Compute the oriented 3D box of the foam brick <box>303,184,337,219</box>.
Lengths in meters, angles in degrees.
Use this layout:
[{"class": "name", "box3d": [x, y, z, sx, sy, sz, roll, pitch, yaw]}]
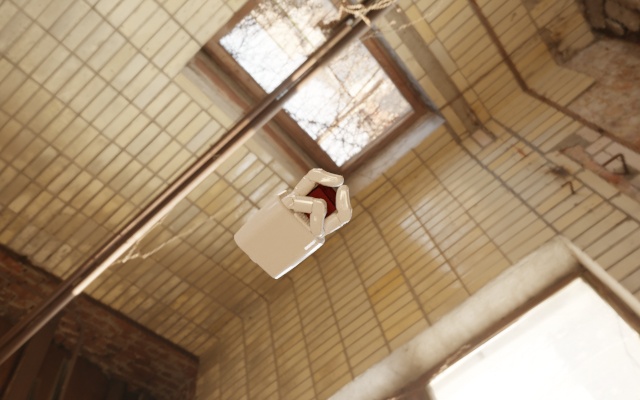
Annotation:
[{"class": "foam brick", "box3d": [0.000, 0.003, 0.827, 0.051, 0.053, 0.078, -41, 0, 13]}]
